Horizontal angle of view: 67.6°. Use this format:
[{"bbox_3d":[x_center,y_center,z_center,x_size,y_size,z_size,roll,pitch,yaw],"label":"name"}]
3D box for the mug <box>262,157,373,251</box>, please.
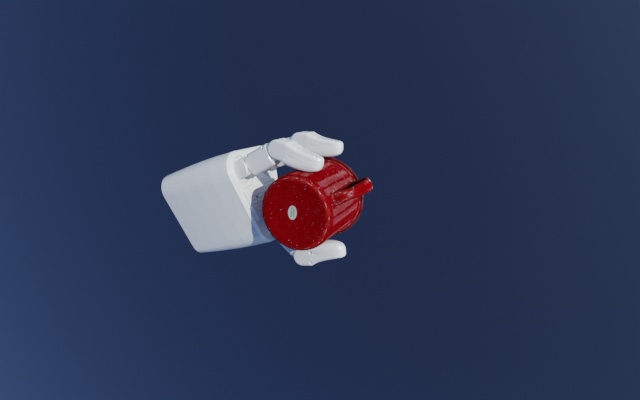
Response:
[{"bbox_3d":[0.001,0.001,0.512,0.117,0.093,0.081,-15,8,27],"label":"mug"}]
